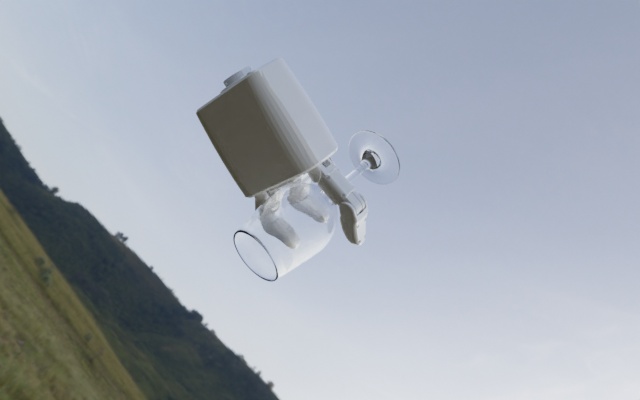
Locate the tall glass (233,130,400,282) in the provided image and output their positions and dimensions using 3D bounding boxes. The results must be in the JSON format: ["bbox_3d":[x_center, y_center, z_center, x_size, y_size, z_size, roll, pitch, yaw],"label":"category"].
[{"bbox_3d":[0.001,0.001,0.518,0.079,0.079,0.201,0,33,49],"label":"tall glass"}]
